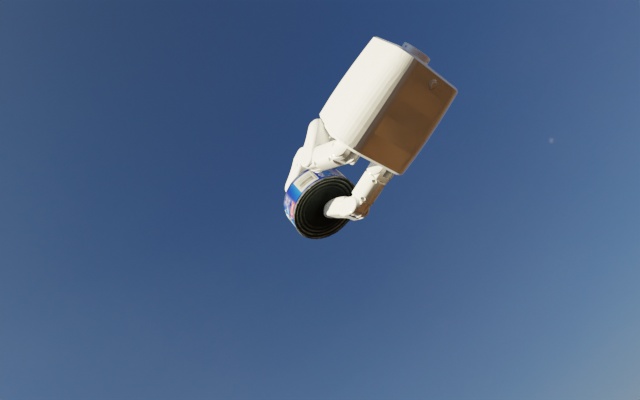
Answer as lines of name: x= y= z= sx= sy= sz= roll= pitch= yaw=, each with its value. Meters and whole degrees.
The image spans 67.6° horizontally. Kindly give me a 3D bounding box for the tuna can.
tuna can: x=0.000 y=0.002 z=0.573 sx=0.086 sy=0.086 sz=0.033 roll=0 pitch=30 yaw=-33
